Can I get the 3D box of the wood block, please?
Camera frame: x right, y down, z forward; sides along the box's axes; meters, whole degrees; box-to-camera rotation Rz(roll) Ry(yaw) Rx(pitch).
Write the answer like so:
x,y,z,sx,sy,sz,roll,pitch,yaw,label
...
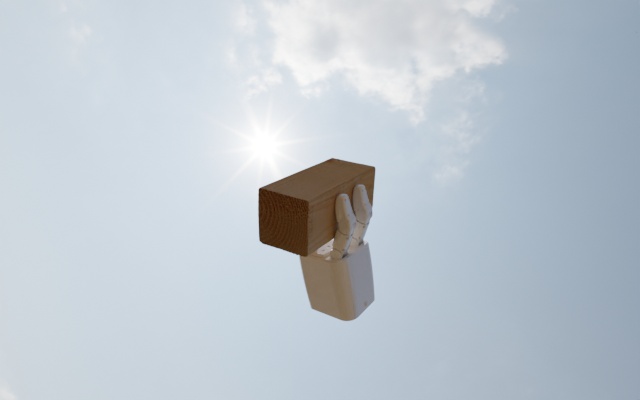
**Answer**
x,y,z,sx,sy,sz,roll,pitch,yaw,label
0.000,0.003,0.765,0.091,0.090,0.206,14,24,29,wood block
